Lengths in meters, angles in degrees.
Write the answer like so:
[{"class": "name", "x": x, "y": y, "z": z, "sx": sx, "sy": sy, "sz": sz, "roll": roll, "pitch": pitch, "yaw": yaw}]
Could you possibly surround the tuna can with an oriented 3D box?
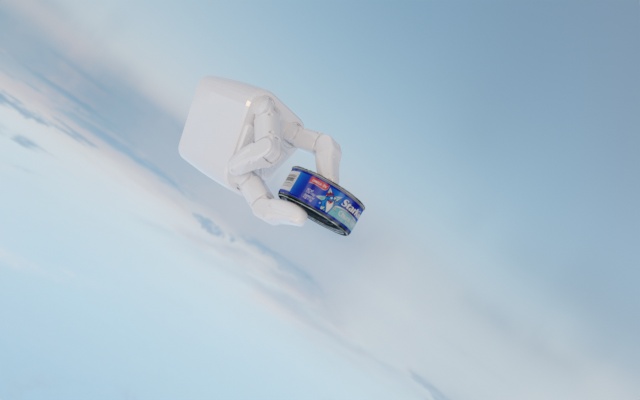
[{"class": "tuna can", "x": 0.000, "y": 0.002, "z": 0.485, "sx": 0.086, "sy": 0.033, "sz": 0.086, "roll": 30, "pitch": -9, "yaw": 5}]
